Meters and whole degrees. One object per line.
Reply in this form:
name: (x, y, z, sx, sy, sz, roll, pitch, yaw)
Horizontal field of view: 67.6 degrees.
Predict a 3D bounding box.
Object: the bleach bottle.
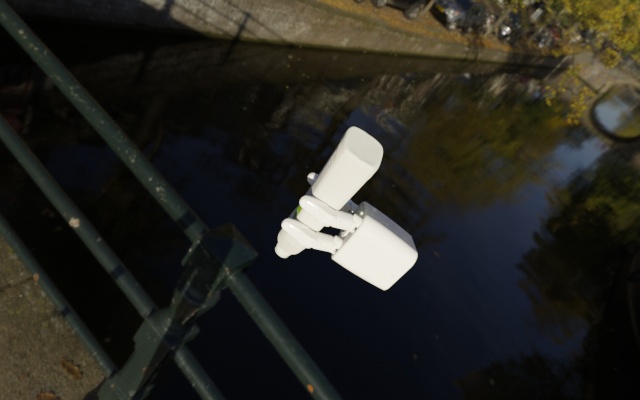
bleach bottle: (0.000, 0.003, 0.779, 0.068, 0.251, 0.102, 34, 33, -7)
